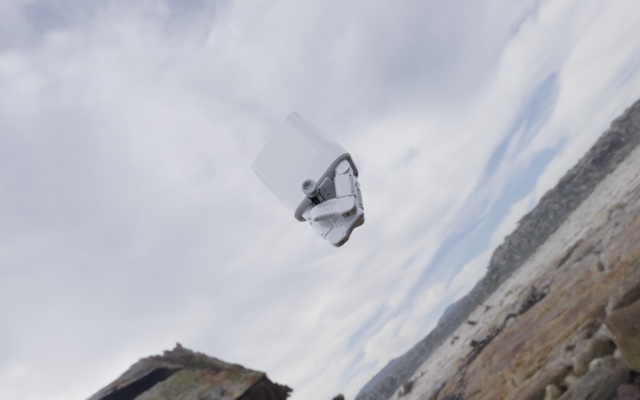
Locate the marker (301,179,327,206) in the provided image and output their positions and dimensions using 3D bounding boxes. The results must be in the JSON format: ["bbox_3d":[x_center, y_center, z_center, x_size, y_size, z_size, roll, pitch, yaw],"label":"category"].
[{"bbox_3d":[0.000,0.002,0.625,0.020,0.020,0.121,0,-19,15],"label":"marker"}]
